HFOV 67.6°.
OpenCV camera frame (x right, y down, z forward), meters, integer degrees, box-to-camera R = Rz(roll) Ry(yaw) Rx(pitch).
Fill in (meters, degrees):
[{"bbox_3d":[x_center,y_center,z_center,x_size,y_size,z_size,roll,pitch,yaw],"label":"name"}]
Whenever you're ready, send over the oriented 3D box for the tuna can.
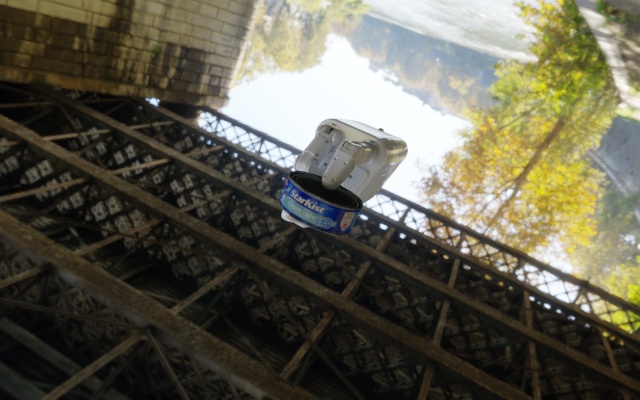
[{"bbox_3d":[0.000,0.002,0.508,0.086,0.034,0.086,22,16,-7],"label":"tuna can"}]
